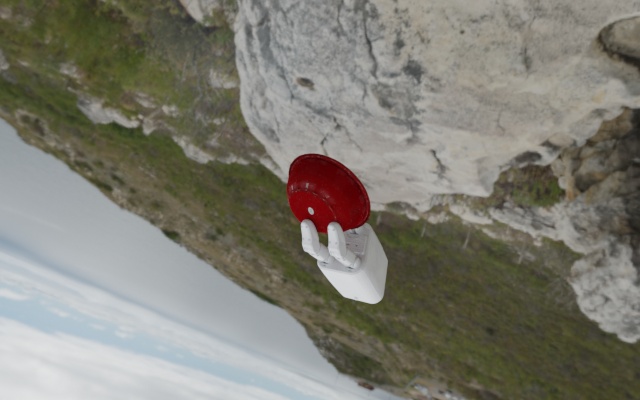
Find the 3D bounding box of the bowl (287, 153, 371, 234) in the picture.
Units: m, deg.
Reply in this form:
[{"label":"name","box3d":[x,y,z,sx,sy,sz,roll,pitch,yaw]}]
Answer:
[{"label":"bowl","box3d":[-0.001,0.002,0.794,0.162,0.162,0.055,0,37,41]}]
